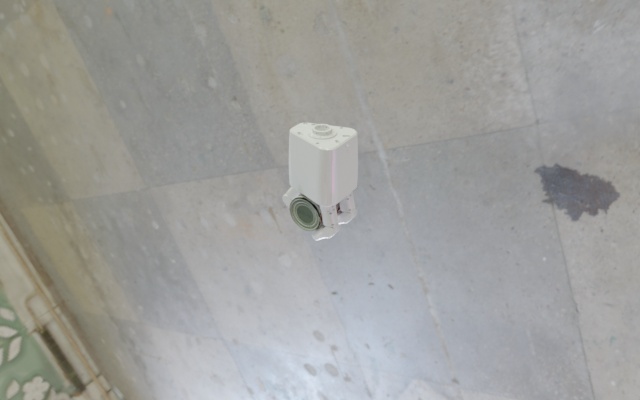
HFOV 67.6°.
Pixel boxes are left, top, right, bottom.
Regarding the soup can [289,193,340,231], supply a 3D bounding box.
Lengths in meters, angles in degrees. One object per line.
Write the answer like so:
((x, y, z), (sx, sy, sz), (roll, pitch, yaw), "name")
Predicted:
((0.000, 0.003, 0.862), (0.068, 0.068, 0.102), (0, 26, 39), "soup can")
